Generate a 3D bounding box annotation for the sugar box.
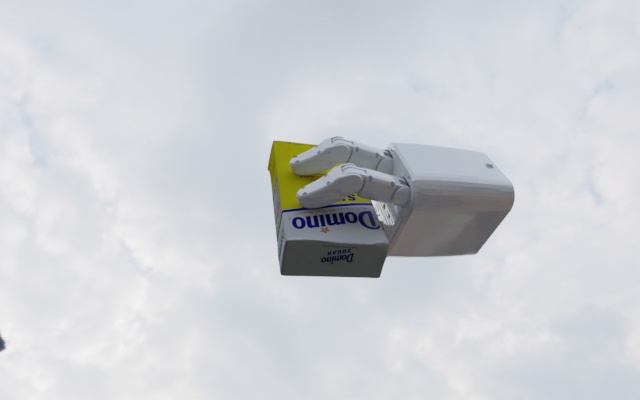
[{"bbox_3d":[0.000,0.001,0.475,0.093,0.048,0.176,3,32,-13],"label":"sugar box"}]
